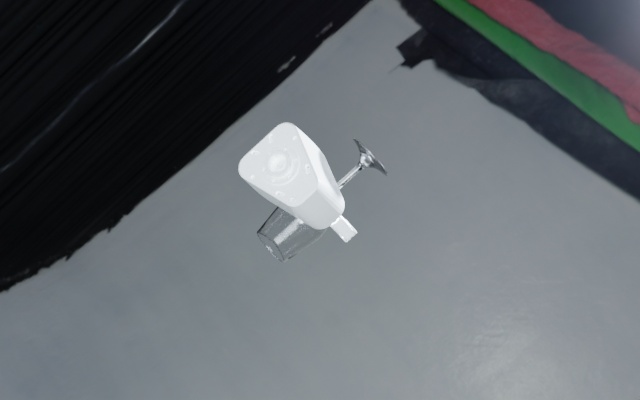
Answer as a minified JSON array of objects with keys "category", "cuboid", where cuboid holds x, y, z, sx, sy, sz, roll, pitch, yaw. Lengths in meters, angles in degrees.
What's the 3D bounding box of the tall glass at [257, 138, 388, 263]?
[{"category":"tall glass","cuboid":[0.001,0.002,0.703,0.201,0.079,0.079,-42,-3,3]}]
